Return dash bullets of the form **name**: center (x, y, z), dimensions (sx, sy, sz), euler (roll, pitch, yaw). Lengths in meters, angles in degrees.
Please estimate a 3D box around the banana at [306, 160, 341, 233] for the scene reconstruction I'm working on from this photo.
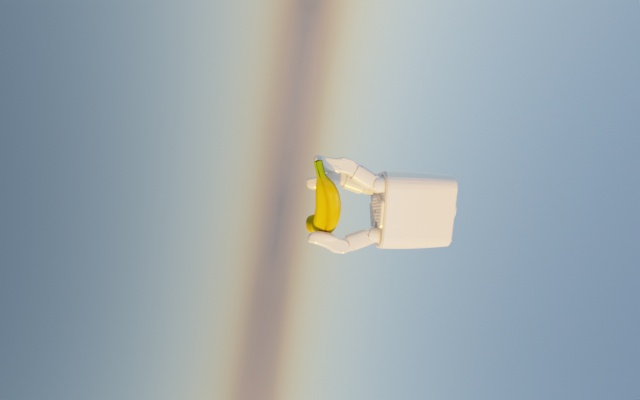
- **banana**: center (0.004, 0.017, 0.706), dimensions (0.037, 0.069, 0.198), euler (-6, -26, -10)
